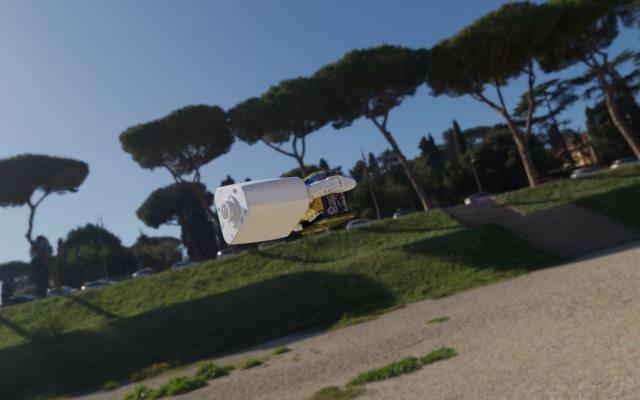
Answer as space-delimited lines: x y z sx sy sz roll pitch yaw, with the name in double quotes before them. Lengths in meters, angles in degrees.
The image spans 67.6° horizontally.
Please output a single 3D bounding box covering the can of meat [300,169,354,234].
"can of meat" 0.000 0.002 0.793 0.057 0.084 0.102 -9 -11 -34
